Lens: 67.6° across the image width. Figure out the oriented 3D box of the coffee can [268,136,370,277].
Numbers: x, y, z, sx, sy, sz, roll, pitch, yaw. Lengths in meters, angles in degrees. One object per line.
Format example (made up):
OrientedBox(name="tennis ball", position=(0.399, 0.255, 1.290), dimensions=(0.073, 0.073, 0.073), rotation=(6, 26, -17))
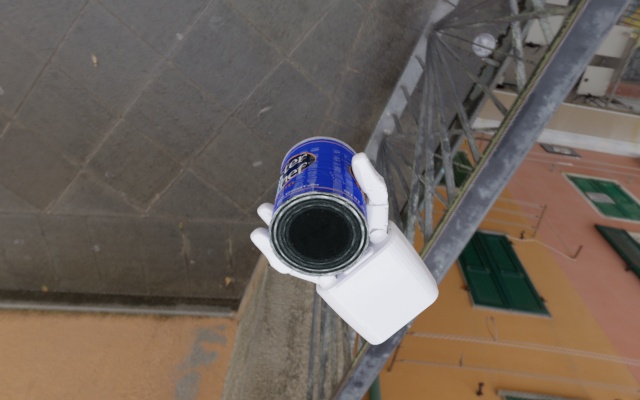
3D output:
OrientedBox(name="coffee can", position=(0.000, 0.002, 0.536), dimensions=(0.103, 0.103, 0.140), rotation=(0, 30, 2))
